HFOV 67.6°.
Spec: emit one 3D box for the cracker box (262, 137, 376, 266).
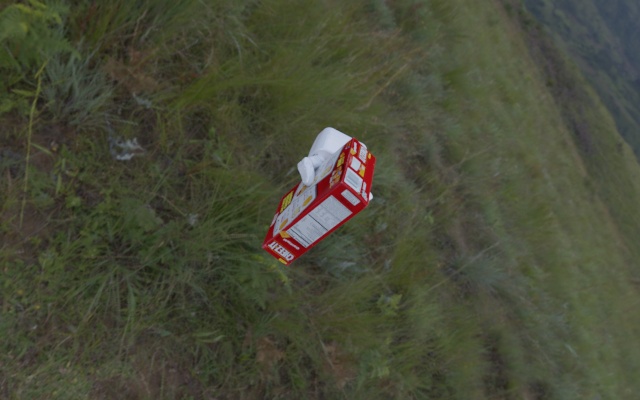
[{"bbox_3d":[0.000,0.003,0.881,0.214,0.072,0.164,-39,19,31],"label":"cracker box"}]
